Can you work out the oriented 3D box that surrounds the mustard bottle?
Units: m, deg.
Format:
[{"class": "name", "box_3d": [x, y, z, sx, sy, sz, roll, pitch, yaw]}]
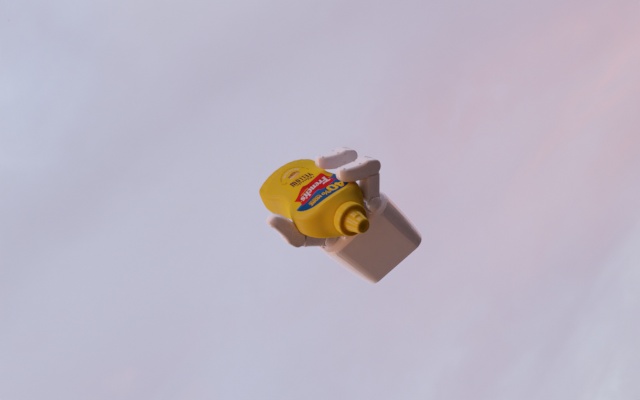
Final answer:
[{"class": "mustard bottle", "box_3d": [0.000, 0.002, 0.623, 0.096, 0.058, 0.191, -33, 32, -19]}]
